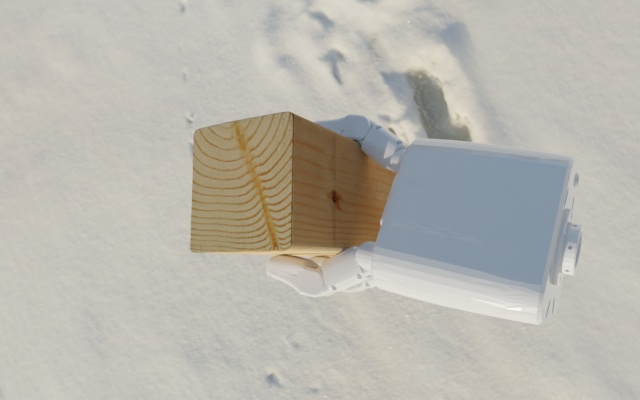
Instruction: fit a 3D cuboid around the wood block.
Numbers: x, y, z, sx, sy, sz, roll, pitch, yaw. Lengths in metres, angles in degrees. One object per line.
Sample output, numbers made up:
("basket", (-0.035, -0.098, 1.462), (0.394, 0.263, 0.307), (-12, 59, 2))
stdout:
("wood block", (0.000, 0.001, 0.401), (0.090, 0.091, 0.206), (-5, -9, 32))
